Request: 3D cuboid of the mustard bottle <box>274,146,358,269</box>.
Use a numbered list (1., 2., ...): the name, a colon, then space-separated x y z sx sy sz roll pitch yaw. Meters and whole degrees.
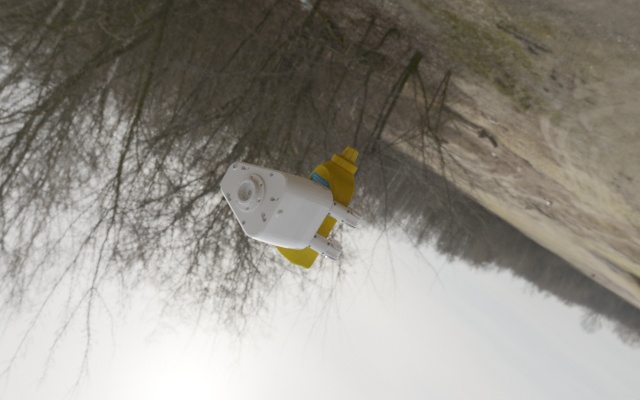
1. mustard bottle: 0.000 0.003 0.732 0.058 0.191 0.096 26 9 -31
